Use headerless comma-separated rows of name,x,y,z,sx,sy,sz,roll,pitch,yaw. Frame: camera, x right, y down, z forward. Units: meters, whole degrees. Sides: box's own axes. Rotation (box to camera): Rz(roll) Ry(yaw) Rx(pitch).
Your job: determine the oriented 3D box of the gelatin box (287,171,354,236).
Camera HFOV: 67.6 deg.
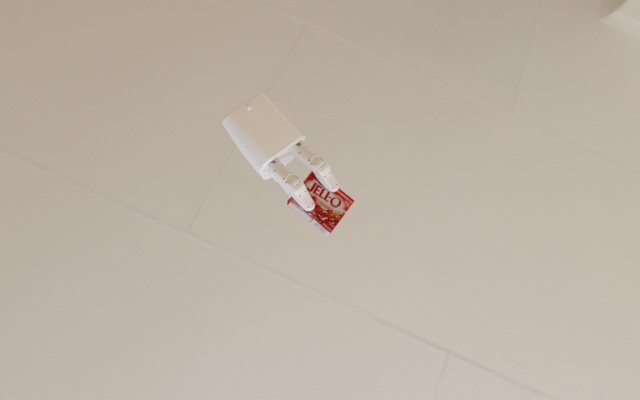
gelatin box,0.000,0.003,0.795,0.089,0.073,0.030,39,-22,-5
